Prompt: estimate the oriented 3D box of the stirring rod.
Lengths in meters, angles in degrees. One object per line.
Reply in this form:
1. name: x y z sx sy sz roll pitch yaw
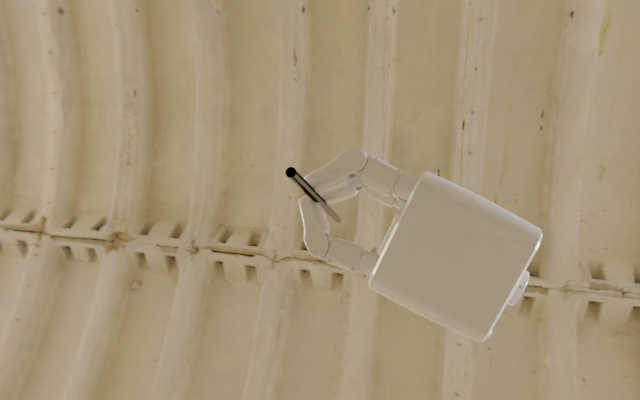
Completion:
1. stirring rod: 0.000 0.002 0.461 0.011 0.011 0.239 0 -10 10
